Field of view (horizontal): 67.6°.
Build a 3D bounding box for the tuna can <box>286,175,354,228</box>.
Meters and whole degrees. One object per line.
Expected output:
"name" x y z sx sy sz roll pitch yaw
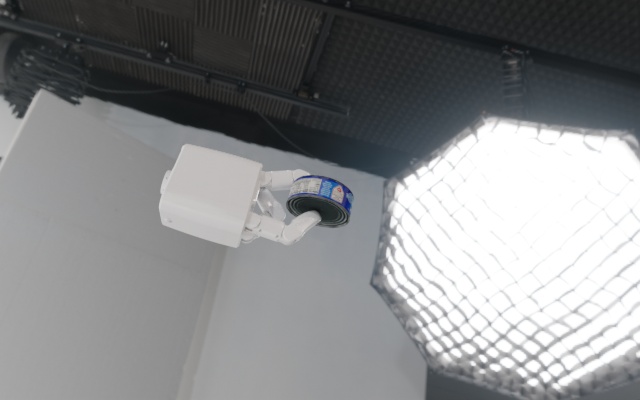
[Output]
"tuna can" 0.000 0.002 0.628 0.086 0.033 0.086 12 -26 6
